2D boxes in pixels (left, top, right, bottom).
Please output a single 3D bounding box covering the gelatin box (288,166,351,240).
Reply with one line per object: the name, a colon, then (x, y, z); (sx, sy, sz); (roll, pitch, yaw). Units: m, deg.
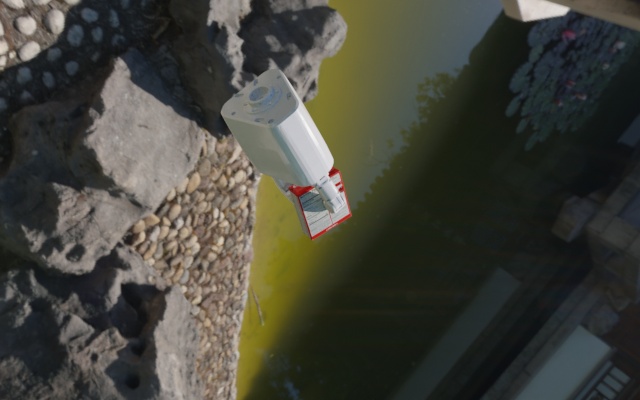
gelatin box: (0.000, 0.003, 0.687); (0.073, 0.089, 0.030); (-31, 39, -18)
